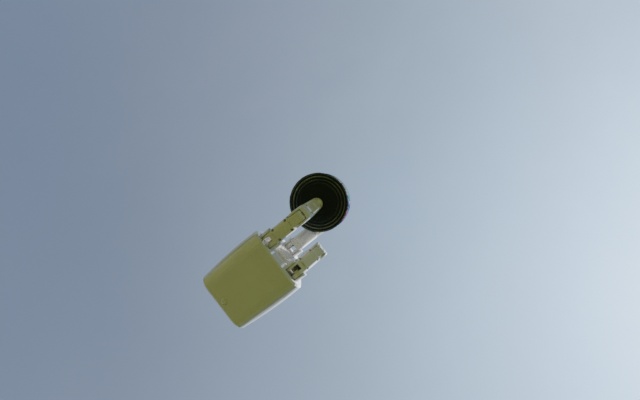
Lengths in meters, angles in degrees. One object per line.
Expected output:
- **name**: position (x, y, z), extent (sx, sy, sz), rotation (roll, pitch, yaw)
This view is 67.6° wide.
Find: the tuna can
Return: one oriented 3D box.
- **tuna can**: position (0.000, 0.002, 0.698), extent (0.086, 0.086, 0.034), rotation (0, 3, 11)
